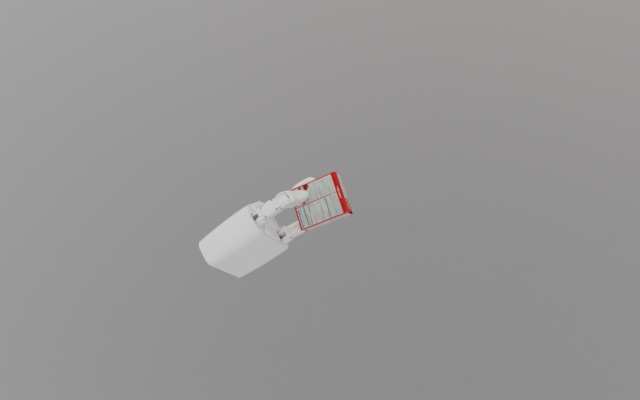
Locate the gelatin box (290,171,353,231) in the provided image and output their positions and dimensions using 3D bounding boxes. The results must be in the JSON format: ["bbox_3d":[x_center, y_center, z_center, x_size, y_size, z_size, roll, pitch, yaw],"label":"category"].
[{"bbox_3d":[0.000,0.002,0.790,0.089,0.073,0.030,-23,-15,19],"label":"gelatin box"}]
